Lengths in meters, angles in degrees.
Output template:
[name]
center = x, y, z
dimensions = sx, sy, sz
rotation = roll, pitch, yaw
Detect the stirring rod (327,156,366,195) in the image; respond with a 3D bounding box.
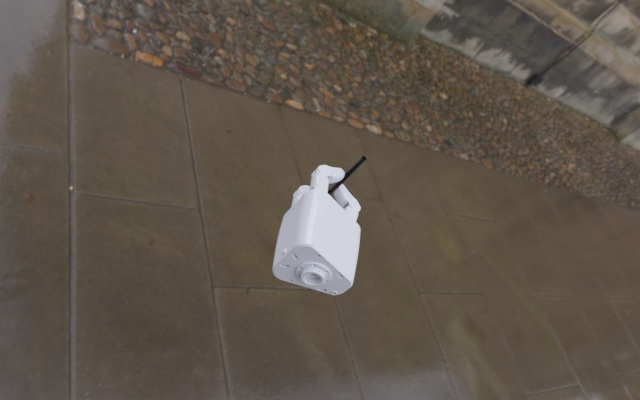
[stirring rod]
center = 0.000, 0.003, 0.801
dimensions = 0.011, 0.011, 0.240
rotation = 0, -34, -42
